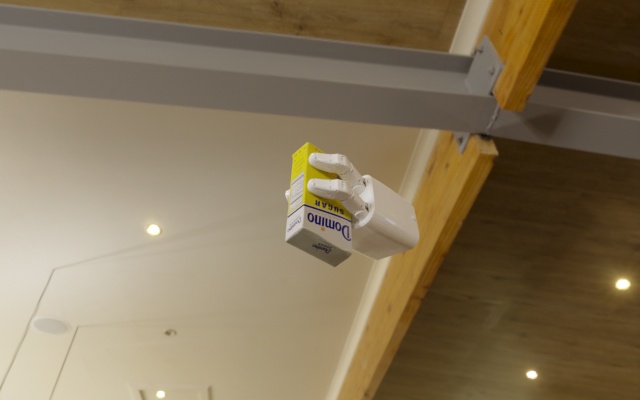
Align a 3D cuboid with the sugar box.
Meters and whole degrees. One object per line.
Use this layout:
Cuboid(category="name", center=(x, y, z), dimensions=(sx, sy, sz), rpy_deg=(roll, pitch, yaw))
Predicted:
Cuboid(category="sugar box", center=(0.001, 0.002, 0.708), dimensions=(0.093, 0.176, 0.048), rpy_deg=(30, -53, -28))
